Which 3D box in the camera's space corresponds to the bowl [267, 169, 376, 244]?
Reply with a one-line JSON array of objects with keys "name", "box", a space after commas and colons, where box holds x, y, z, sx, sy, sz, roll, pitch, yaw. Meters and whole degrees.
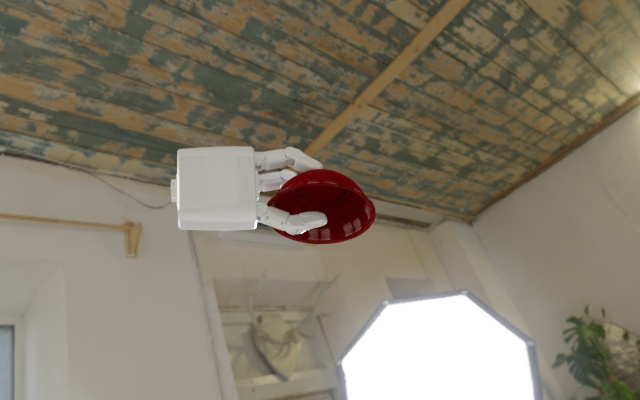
[{"name": "bowl", "box": [0.001, 0.002, 0.711, 0.162, 0.055, 0.162, 1, -36, 1]}]
